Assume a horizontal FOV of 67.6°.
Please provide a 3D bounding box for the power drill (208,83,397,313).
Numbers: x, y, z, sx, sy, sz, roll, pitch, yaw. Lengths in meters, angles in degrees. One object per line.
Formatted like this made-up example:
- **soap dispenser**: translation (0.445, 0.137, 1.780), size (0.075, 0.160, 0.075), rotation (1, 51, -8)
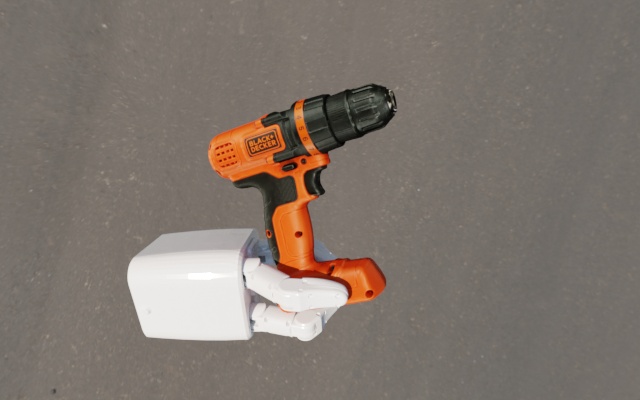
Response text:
- **power drill**: translation (0.000, 0.002, 0.442), size (0.184, 0.187, 0.057), rotation (-15, 5, 24)
